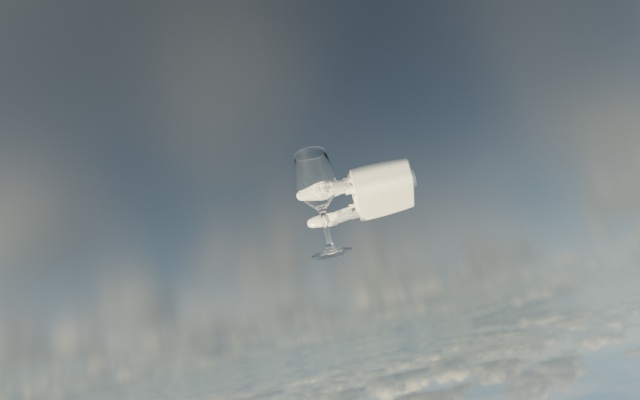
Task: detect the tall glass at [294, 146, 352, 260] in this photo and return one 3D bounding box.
[{"bbox_3d":[0.000,0.004,0.881,0.079,0.201,0.079,-12,-18,-4],"label":"tall glass"}]
